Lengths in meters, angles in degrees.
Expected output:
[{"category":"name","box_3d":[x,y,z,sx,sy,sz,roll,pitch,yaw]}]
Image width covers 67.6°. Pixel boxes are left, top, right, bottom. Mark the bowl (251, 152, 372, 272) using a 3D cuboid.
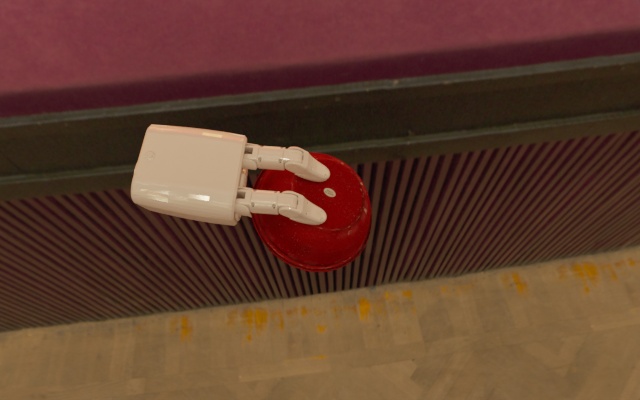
[{"category":"bowl","box_3d":[0.001,0.002,0.578,0.162,0.162,0.055,0,-22,-22]}]
